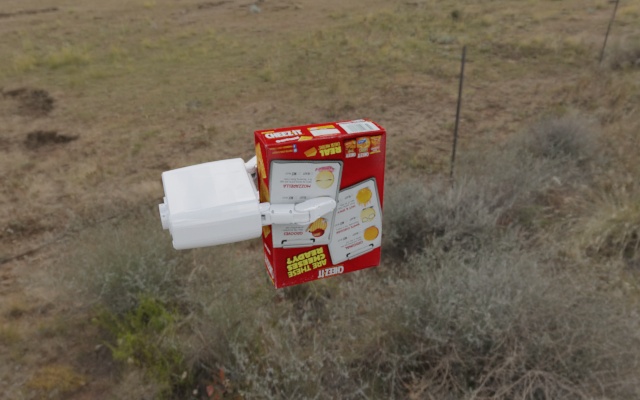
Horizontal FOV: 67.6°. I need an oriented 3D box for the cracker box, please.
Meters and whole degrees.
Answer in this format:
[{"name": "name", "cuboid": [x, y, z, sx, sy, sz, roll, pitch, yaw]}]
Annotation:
[{"name": "cracker box", "cuboid": [0.000, 0.002, 0.664, 0.164, 0.214, 0.072, -10, 29, -17]}]
